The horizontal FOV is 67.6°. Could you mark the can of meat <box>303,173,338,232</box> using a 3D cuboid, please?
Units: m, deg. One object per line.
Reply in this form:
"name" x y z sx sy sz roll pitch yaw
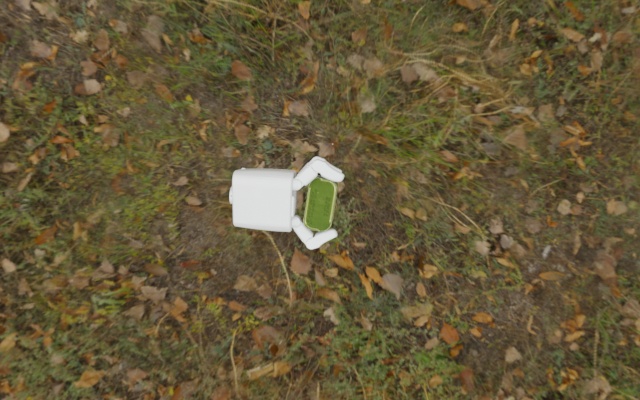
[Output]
"can of meat" 0.000 0.003 0.884 0.057 0.102 0.084 8 7 1
